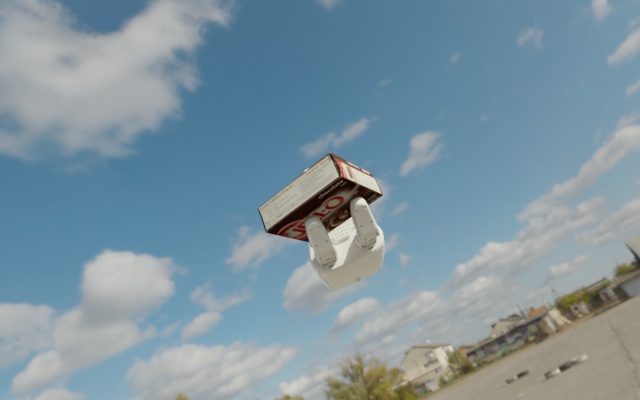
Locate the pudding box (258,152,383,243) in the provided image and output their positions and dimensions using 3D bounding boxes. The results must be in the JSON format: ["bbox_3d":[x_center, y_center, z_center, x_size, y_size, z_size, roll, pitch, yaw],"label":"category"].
[{"bbox_3d":[0.000,0.002,0.539,0.113,0.039,0.090,-38,-30,22],"label":"pudding box"}]
